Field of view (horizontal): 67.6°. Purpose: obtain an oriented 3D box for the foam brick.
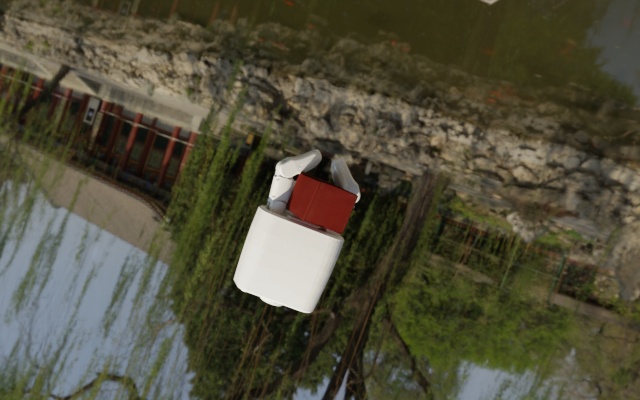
[{"bbox_3d":[0.000,0.002,0.577,0.053,0.051,0.078,22,2,-23],"label":"foam brick"}]
